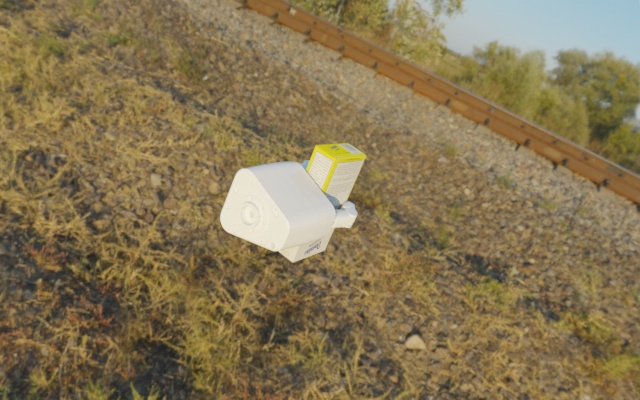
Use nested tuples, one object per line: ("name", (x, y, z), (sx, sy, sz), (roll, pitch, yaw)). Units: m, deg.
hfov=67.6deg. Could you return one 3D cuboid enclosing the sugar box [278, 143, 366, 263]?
("sugar box", (0.000, 0.002, 0.715), (0.048, 0.176, 0.093), (36, 25, 24))
